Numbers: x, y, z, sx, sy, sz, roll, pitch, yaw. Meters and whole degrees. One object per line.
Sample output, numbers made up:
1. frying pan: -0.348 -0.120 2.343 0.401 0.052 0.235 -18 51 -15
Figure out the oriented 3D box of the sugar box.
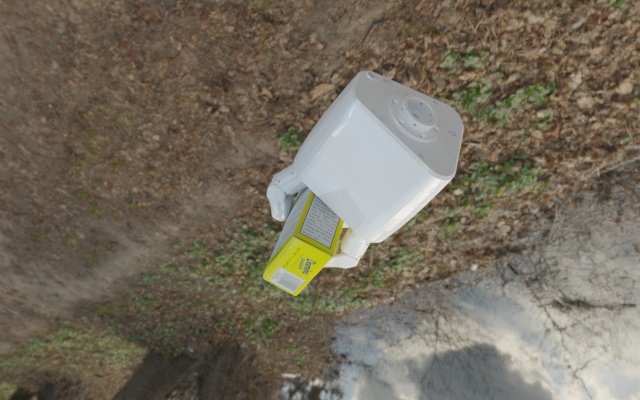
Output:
1. sugar box: 0.001 0.002 0.497 0.048 0.176 0.093 30 -41 -7
